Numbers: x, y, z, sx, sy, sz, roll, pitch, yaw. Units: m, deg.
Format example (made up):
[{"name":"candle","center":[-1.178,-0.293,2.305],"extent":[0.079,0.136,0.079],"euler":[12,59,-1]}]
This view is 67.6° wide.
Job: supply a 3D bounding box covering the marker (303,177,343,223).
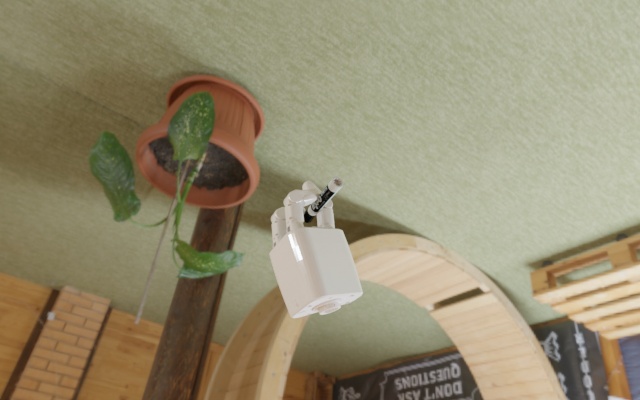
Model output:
[{"name":"marker","center":[0.000,0.002,0.748],"extent":[0.020,0.020,0.121],"euler":[0,-30,-29]}]
